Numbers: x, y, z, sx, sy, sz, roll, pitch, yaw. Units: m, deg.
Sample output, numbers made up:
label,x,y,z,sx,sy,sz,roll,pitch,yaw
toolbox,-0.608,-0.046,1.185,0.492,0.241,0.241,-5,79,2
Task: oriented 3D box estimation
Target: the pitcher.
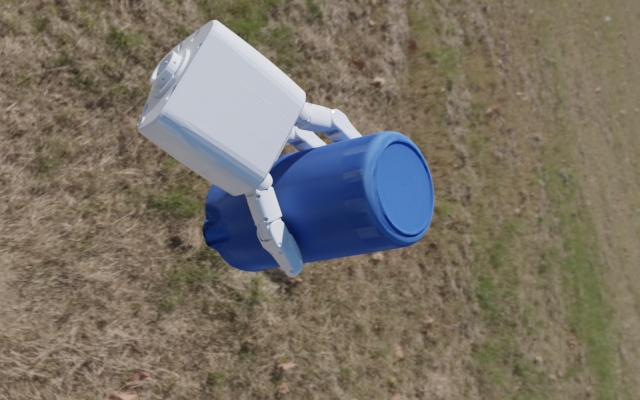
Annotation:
label,x,y,z,sx,sy,sz,roll,pitch,yaw
pitcher,0.000,0.002,0.522,0.243,0.149,0.145,-11,-39,44
